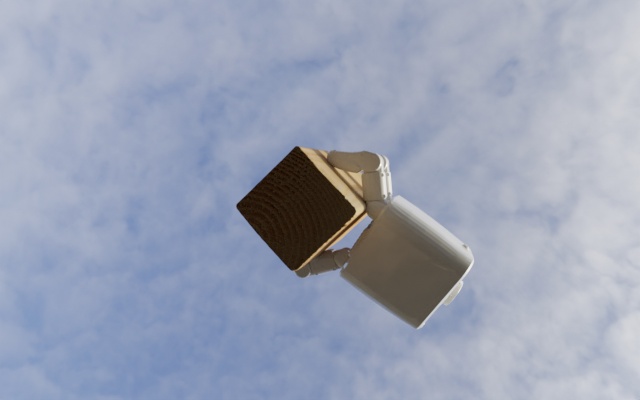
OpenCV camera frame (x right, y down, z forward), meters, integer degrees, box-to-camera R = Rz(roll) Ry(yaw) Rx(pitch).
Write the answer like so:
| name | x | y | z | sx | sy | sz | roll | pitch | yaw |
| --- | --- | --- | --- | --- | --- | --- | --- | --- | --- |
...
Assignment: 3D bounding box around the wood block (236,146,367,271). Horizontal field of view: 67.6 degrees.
| name | x | y | z | sx | sy | sz | roll | pitch | yaw |
| --- | --- | --- | --- | --- | --- | --- | --- | --- | --- |
| wood block | 0.000 | 0.002 | 0.554 | 0.091 | 0.090 | 0.206 | -44 | -7 | 13 |
